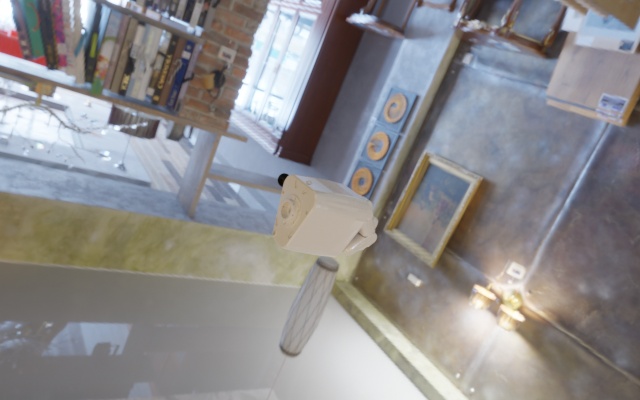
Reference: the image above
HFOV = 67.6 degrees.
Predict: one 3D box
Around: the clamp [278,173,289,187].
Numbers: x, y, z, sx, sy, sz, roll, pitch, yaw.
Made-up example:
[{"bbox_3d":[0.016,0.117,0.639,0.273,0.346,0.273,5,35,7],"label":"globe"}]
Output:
[{"bbox_3d":[0.000,0.003,0.839,0.120,0.039,0.171,13,17,-39],"label":"clamp"}]
